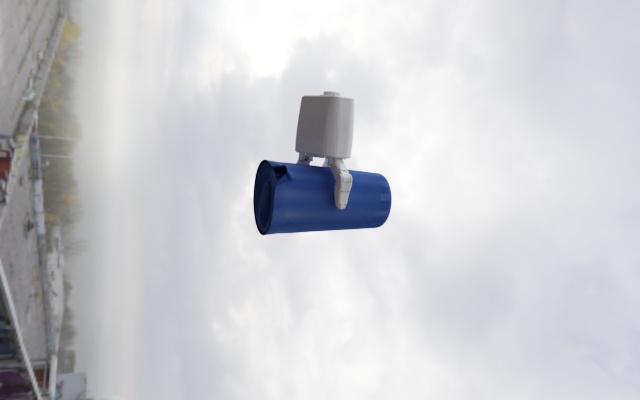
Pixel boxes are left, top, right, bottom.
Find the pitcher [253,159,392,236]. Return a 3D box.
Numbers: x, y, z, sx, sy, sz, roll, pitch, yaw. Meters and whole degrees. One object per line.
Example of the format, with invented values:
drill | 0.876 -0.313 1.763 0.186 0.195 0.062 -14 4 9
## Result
pitcher | 0.000 0.003 0.886 0.243 0.145 0.149 2 8 -23
